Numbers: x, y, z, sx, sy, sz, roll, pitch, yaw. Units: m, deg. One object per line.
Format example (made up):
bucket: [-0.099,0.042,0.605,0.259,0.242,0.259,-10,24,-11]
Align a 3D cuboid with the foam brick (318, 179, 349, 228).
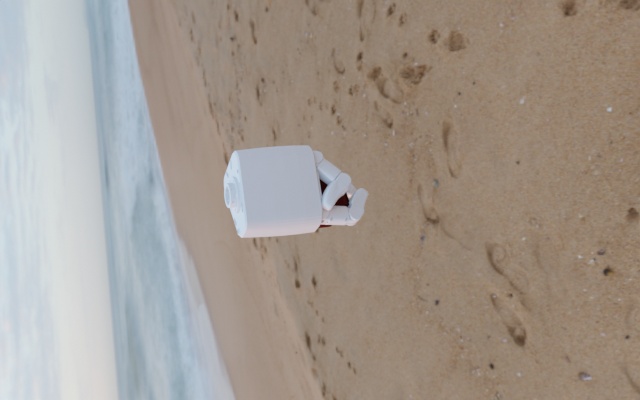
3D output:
foam brick: [0.000,0.003,0.702,0.051,0.053,0.078,-5,-25,-25]
